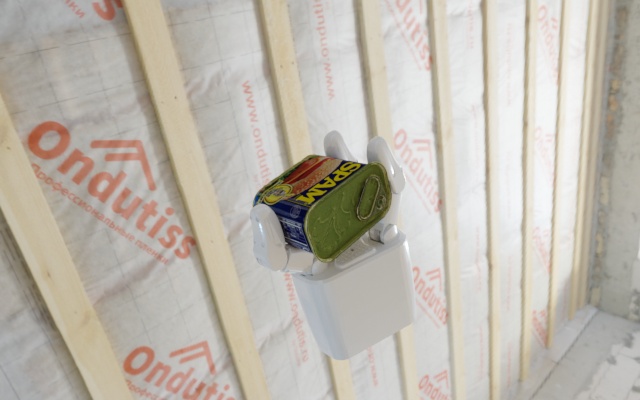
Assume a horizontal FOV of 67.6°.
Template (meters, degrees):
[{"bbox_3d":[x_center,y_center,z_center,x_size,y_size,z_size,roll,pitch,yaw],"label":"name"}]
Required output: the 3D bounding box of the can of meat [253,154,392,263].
[{"bbox_3d":[0.000,0.001,0.437,0.102,0.057,0.084,-37,34,-30],"label":"can of meat"}]
